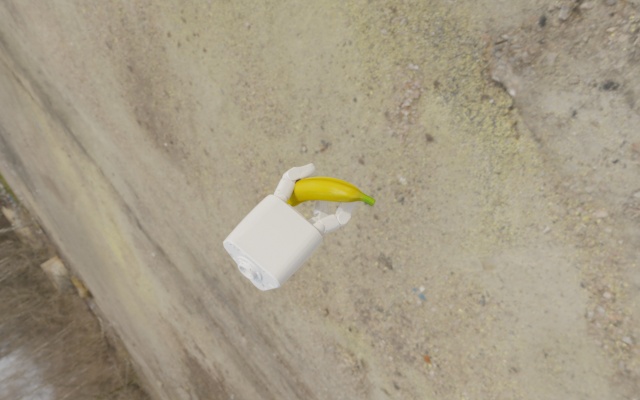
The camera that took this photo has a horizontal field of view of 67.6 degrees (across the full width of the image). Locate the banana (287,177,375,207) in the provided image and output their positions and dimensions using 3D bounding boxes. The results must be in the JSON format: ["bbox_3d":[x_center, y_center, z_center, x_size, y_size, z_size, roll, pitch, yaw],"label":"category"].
[{"bbox_3d":[-0.007,-0.010,0.779,0.198,0.037,0.070,2,-40,45],"label":"banana"}]
